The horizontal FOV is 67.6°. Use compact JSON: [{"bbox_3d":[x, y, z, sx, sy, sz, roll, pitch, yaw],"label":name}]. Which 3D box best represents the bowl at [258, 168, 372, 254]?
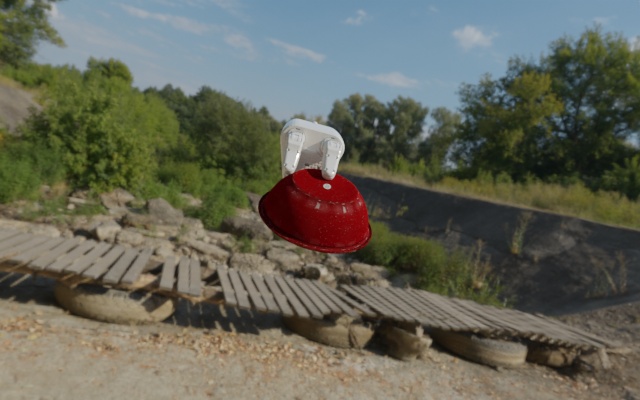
[{"bbox_3d":[0.001,0.002,0.644,0.162,0.055,0.162,13,29,-7],"label":"bowl"}]
